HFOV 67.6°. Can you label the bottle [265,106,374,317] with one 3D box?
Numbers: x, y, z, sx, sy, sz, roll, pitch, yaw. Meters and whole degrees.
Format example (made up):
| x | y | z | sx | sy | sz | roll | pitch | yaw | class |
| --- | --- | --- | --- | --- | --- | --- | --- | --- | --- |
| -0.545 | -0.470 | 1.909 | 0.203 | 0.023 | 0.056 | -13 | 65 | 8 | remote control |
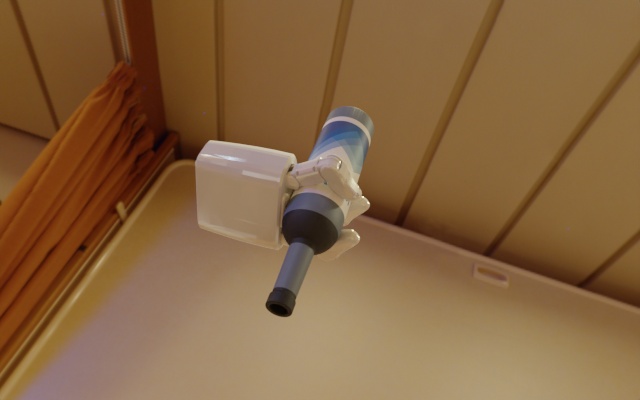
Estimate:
| x | y | z | sx | sy | sz | roll | pitch | yaw | class |
| --- | --- | --- | --- | --- | --- | --- | --- | --- | --- |
| 0.000 | 0.002 | 0.554 | 0.069 | 0.295 | 0.069 | 12 | -42 | 11 | bottle |
